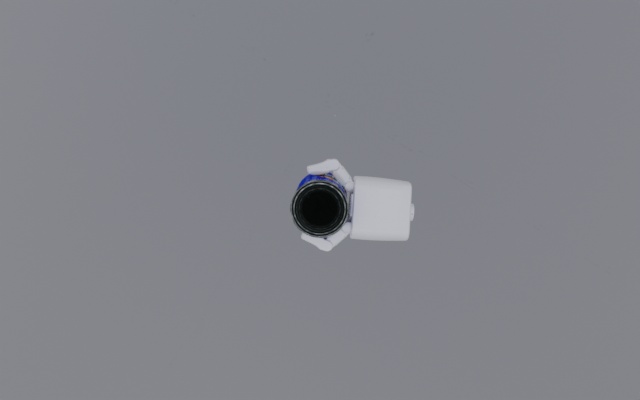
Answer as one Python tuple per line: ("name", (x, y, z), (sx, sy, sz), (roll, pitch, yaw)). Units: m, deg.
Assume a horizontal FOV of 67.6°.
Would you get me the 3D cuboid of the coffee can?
("coffee can", (0.000, 0.003, 0.889), (0.103, 0.103, 0.140), (0, 10, 2))
